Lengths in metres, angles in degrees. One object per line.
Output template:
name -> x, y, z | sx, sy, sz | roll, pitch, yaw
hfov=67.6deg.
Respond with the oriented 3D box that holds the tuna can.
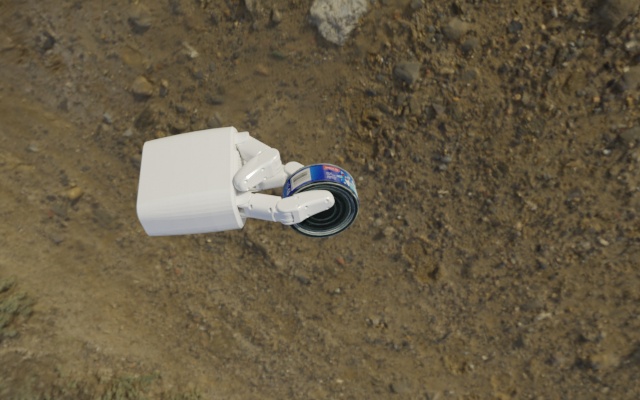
tuna can -> 0.000, 0.002, 0.538 | 0.086, 0.086, 0.033 | 0, 40, -8
